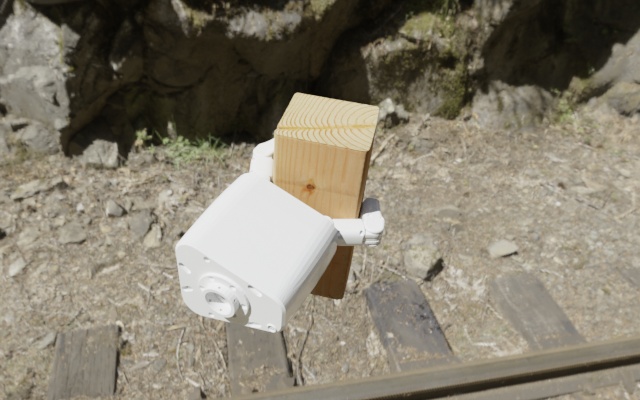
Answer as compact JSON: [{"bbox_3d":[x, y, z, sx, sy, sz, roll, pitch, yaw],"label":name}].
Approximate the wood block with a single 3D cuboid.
[{"bbox_3d":[0.000,0.002,0.523,0.091,0.206,0.090,11,39,6],"label":"wood block"}]
